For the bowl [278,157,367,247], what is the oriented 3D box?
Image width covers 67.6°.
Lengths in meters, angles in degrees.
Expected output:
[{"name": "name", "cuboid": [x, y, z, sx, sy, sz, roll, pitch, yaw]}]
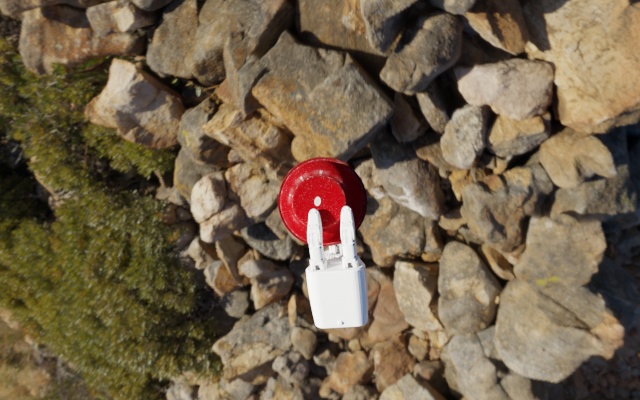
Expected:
[{"name": "bowl", "cuboid": [0.000, 0.001, 0.830, 0.162, 0.162, 0.055, 0, 0, 7]}]
